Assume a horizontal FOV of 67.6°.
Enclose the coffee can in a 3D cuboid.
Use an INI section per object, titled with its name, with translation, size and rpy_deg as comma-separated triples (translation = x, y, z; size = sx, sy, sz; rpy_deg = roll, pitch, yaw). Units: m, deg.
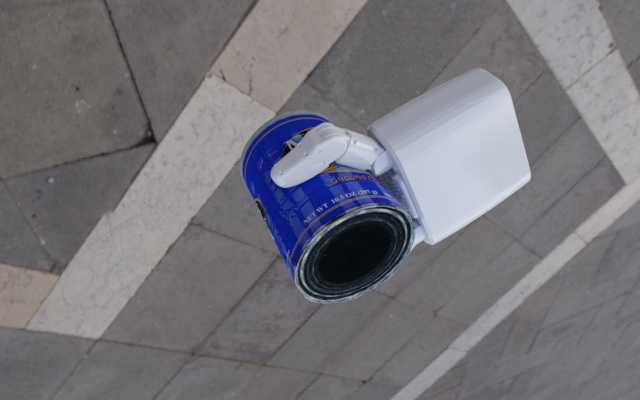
[coffee can]
translation = 0.000, 0.001, 0.409
size = 0.103, 0.103, 0.140
rpy_deg = 0, 37, -30
